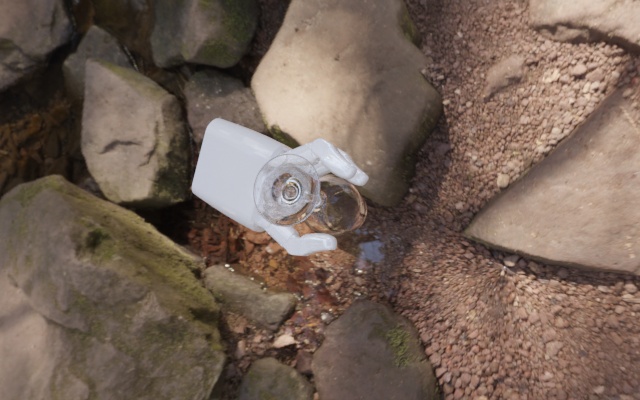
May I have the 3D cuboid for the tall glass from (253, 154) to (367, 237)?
[{"bbox_3d":[0.000,0.002,0.570,0.079,0.079,0.201,0,-7,21],"label":"tall glass"}]
